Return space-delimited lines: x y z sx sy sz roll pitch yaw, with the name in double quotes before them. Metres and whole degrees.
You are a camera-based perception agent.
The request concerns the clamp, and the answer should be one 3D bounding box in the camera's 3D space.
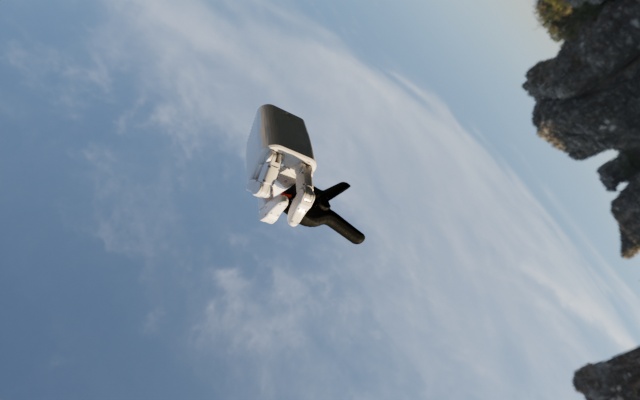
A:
"clamp" 0.000 0.003 0.798 0.171 0.120 0.039 21 -49 -34
